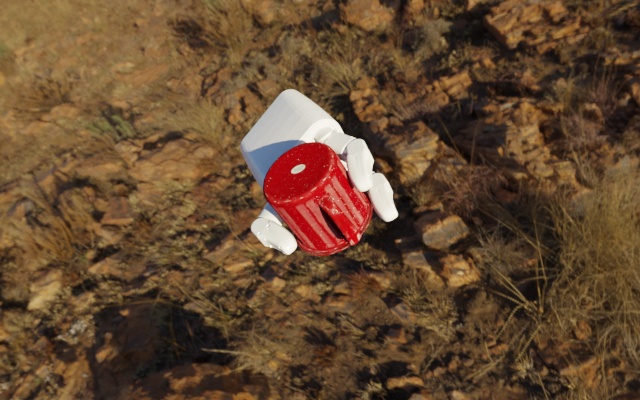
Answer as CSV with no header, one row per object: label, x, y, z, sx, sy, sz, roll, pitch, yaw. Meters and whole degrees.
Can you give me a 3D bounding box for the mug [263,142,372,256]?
mug,0.001,0.002,0.474,0.081,0.093,0.117,54,-3,-42
